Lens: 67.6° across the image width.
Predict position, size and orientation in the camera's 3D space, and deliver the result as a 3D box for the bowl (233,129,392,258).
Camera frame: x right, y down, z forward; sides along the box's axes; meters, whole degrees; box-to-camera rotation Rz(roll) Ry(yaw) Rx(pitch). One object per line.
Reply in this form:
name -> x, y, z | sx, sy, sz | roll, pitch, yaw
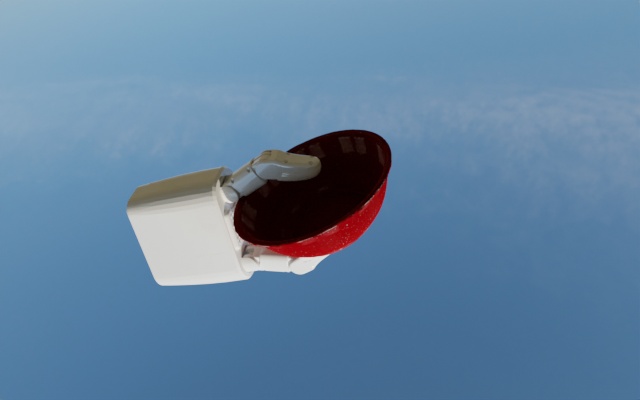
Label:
bowl -> 0.001, 0.002, 0.455 | 0.162, 0.055, 0.162 | -21, 33, 15
